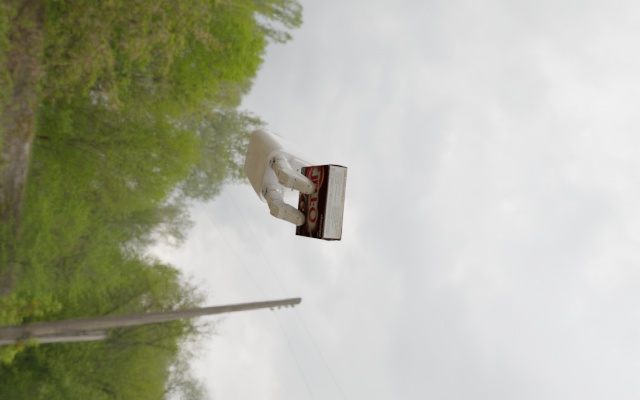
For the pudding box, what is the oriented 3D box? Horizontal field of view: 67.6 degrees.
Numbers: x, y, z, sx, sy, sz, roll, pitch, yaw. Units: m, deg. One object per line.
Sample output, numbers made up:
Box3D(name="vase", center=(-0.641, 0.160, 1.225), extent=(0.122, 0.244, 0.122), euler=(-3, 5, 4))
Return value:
Box3D(name="pudding box", center=(0.000, 0.002, 0.727), extent=(0.039, 0.113, 0.090), euler=(4, -1, -28))
